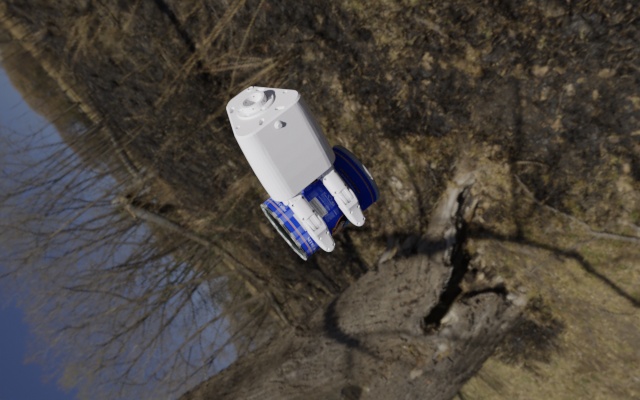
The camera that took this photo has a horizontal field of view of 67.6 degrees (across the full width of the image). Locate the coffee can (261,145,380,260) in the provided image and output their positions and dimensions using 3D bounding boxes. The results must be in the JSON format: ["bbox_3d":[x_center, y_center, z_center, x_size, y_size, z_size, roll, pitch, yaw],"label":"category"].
[{"bbox_3d":[0.000,0.002,0.689,0.140,0.103,0.103,-39,9,-11],"label":"coffee can"}]
